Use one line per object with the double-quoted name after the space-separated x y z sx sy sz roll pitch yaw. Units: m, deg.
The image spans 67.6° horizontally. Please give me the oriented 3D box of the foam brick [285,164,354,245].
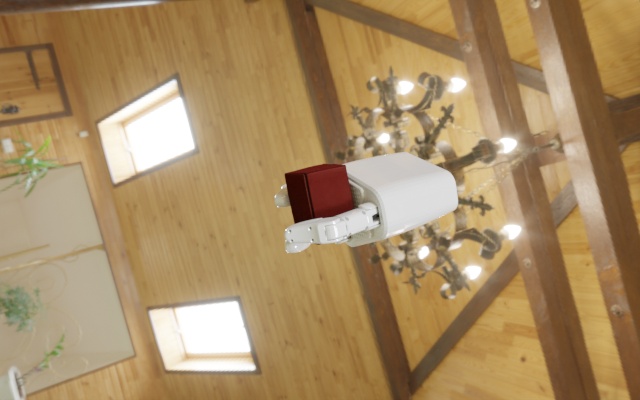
0.000 0.001 0.521 0.051 0.078 0.053 -17 13 -26 "foam brick"
